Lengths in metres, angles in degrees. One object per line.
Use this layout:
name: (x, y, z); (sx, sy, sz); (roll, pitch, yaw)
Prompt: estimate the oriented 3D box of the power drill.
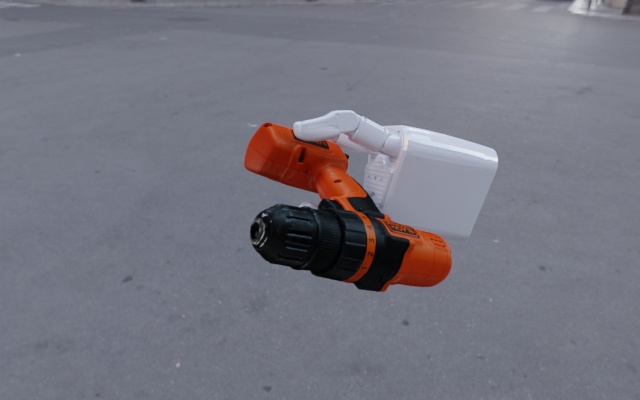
power drill: (0.000, 0.001, 0.406); (0.184, 0.057, 0.187); (16, 24, -38)
